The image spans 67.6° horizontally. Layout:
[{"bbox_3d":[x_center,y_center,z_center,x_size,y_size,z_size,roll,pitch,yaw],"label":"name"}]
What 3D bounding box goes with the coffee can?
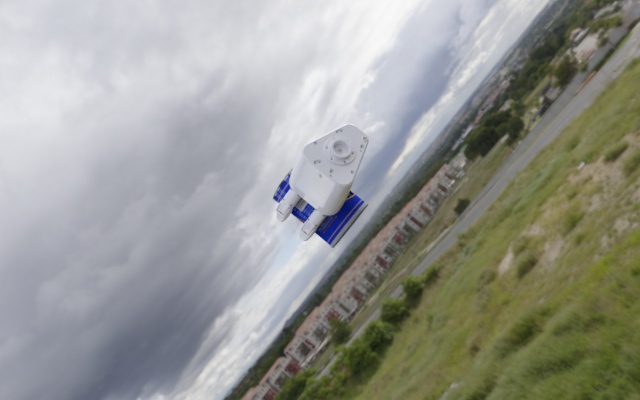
[{"bbox_3d":[0.000,0.003,0.862,0.140,0.103,0.103,39,5,6],"label":"coffee can"}]
